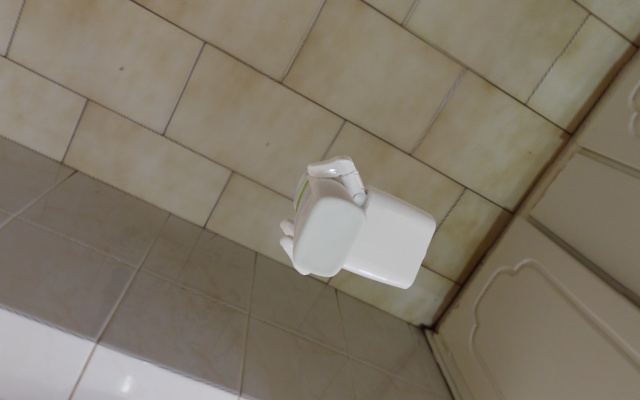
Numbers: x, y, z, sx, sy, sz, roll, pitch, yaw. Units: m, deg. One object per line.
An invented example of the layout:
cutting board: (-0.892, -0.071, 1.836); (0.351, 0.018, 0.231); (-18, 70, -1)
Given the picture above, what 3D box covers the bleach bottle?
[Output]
bleach bottle: (0.000, 0.002, 0.659); (0.068, 0.102, 0.250); (22, 17, -12)
